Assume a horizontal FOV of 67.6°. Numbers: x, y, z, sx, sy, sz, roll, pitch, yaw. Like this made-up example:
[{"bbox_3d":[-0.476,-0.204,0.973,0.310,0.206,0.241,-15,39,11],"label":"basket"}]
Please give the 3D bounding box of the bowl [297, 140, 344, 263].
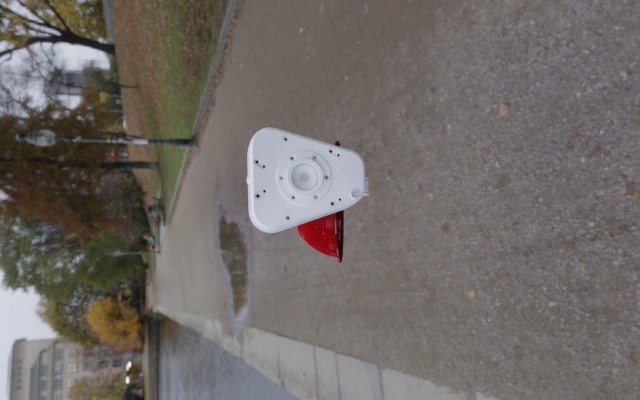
[{"bbox_3d":[0.000,0.002,0.638,0.055,0.162,0.162,-1,0,6],"label":"bowl"}]
